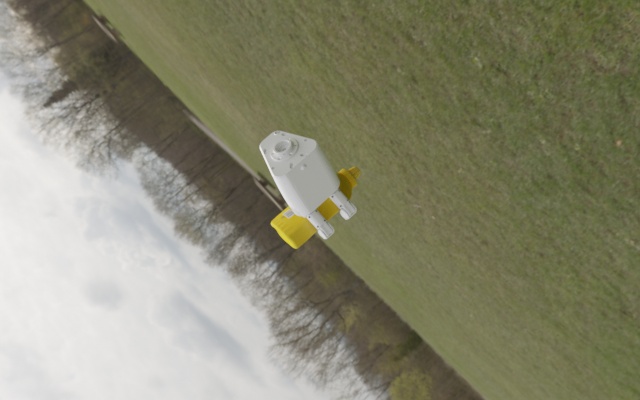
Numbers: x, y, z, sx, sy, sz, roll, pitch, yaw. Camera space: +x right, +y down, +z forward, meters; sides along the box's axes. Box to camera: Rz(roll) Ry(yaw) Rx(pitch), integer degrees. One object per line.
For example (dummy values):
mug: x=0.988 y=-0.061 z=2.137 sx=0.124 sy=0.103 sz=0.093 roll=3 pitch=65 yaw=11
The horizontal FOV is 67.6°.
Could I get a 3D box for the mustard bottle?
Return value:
mustard bottle: x=0.000 y=0.003 z=0.892 sx=0.191 sy=0.058 sz=0.096 roll=-42 pitch=25 yaw=-10
